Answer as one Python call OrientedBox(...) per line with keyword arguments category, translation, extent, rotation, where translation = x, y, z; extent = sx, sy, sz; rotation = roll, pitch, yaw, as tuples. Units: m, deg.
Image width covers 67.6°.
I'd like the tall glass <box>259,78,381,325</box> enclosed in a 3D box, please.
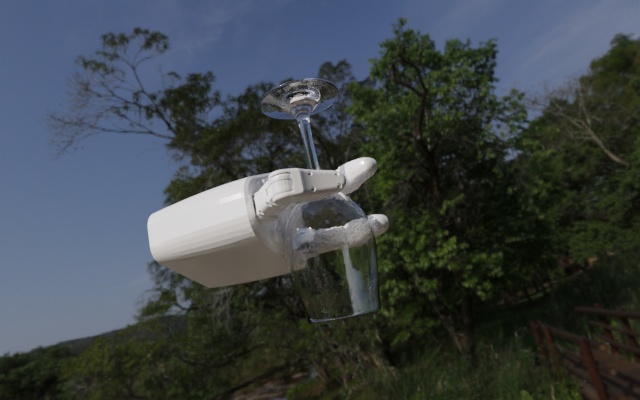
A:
OrientedBox(category="tall glass", translation=(0.000, 0.001, 0.416), extent=(0.079, 0.201, 0.079), rotation=(-12, -14, -3))
